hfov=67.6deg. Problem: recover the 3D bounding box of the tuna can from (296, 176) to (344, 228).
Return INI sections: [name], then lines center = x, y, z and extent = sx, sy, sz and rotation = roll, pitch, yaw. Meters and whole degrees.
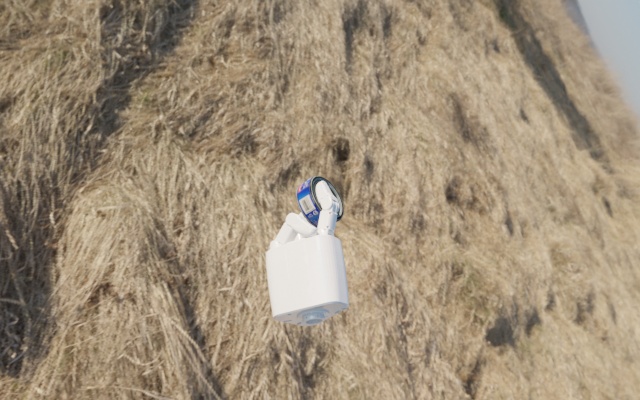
[tuna can]
center = 0.001, 0.002, 0.793
extent = 0.034, 0.086, 0.086
rotation = -31, -17, 30
